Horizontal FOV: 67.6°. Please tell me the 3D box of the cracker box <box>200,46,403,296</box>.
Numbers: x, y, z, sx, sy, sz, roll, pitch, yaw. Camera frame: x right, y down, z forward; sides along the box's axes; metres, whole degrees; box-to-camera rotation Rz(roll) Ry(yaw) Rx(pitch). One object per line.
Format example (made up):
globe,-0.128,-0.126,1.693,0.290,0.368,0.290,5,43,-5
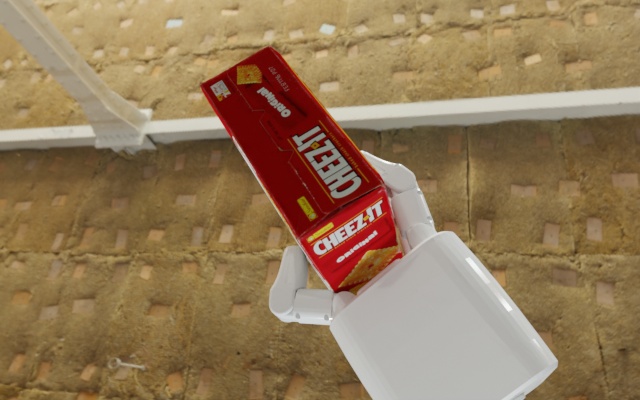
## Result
cracker box,0.000,0.002,0.409,0.072,0.164,0.214,-33,-32,-5
